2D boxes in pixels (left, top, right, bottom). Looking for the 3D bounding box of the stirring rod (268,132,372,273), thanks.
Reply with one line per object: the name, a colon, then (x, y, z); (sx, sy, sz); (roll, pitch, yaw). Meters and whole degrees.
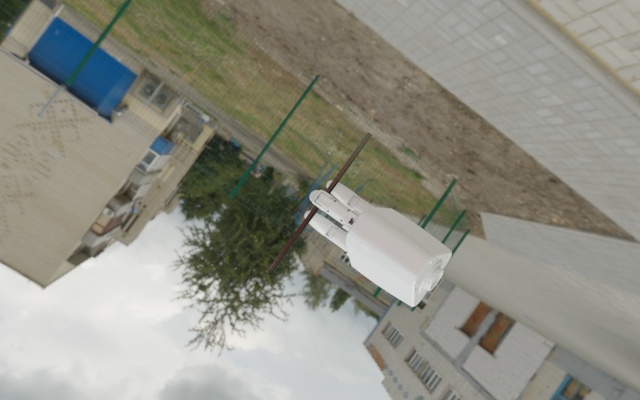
stirring rod: (0.000, 0.002, 0.677); (0.011, 0.239, 0.011); (36, -2, 2)
